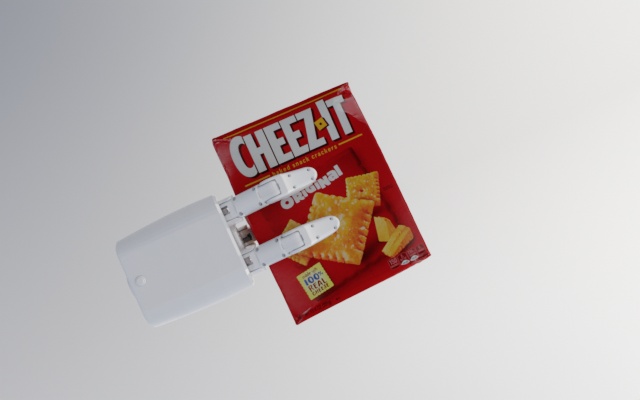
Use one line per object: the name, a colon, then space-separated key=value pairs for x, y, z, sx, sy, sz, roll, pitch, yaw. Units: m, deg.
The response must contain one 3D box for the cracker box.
cracker box: x=0.000 y=0.002 z=0.526 sx=0.164 sy=0.213 sz=0.072 roll=-25 pitch=-3 yaw=-8
